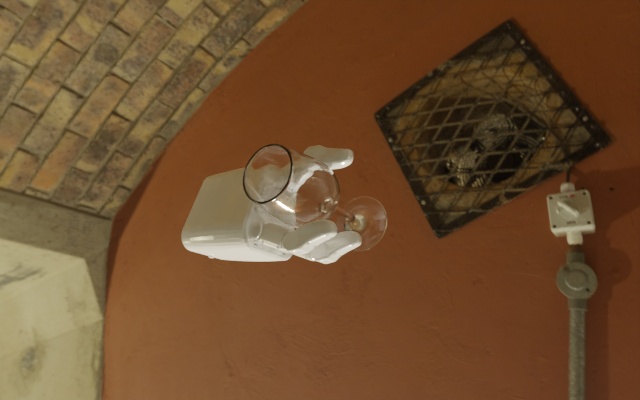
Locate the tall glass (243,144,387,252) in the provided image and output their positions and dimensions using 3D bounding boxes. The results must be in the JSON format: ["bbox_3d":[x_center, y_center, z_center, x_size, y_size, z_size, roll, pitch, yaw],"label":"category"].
[{"bbox_3d":[0.001,0.002,0.544,0.079,0.079,0.201,0,-17,33],"label":"tall glass"}]
